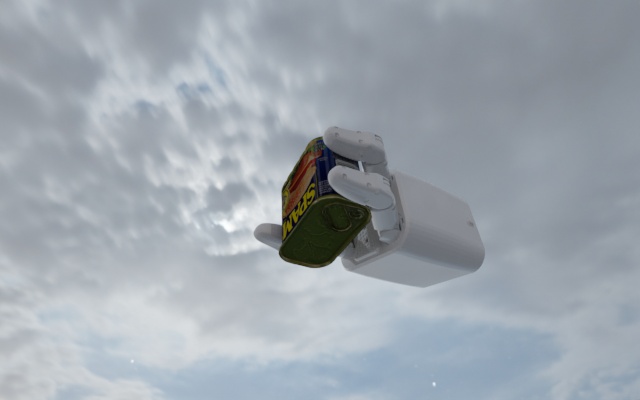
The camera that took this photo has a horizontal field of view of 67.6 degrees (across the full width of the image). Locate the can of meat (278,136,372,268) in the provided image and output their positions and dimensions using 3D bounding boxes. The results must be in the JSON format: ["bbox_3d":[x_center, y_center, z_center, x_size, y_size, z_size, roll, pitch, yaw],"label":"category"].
[{"bbox_3d":[0.000,0.001,0.460,0.057,0.083,0.102,16,-46,-22],"label":"can of meat"}]
